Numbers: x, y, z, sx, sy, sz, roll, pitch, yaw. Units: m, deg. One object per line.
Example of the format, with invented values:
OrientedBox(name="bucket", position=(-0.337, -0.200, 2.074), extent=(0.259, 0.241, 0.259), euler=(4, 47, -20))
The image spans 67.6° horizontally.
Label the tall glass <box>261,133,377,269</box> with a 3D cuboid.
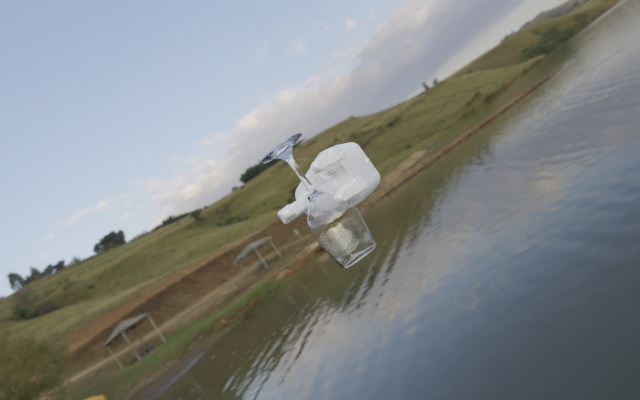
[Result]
OrientedBox(name="tall glass", position=(0.000, 0.002, 0.708), extent=(0.079, 0.201, 0.079), euler=(-36, -2, -1))
